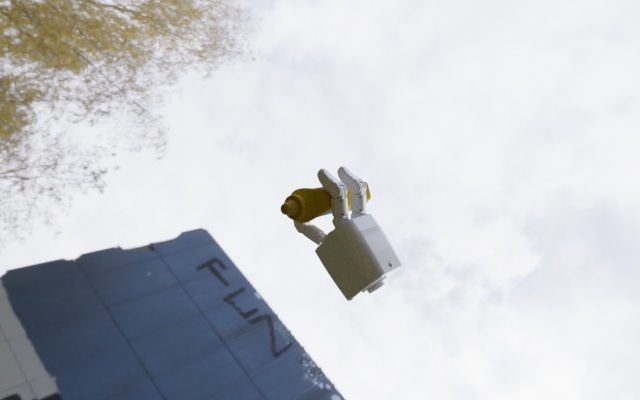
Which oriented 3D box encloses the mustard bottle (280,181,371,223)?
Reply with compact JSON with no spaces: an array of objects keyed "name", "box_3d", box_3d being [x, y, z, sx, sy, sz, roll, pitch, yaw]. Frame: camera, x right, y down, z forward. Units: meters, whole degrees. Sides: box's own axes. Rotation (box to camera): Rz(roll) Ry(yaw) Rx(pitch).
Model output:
[{"name":"mustard bottle","box_3d":[0.000,0.002,0.826,0.096,0.058,0.191,-13,0,38]}]
